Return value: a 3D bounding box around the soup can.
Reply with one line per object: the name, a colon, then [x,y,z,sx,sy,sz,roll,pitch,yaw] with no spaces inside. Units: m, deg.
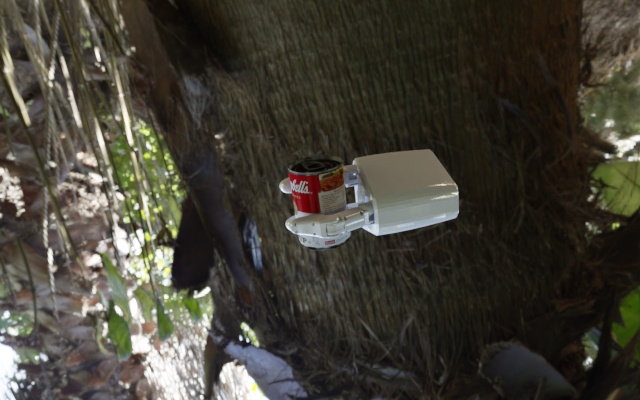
soup can: [0.000,0.002,0.595,0.068,0.102,0.068,-6,22,2]
